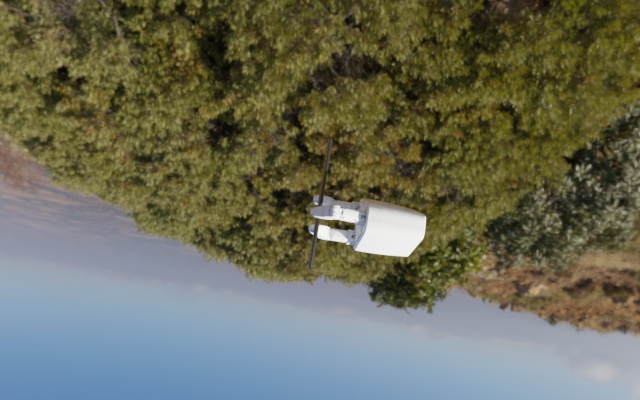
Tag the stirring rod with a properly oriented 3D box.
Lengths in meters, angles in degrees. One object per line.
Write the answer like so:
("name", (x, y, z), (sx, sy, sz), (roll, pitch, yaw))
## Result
("stirring rod", (0.000, 0.003, 0.856), (0.011, 0.239, 0.011), (8, -12, 2))
